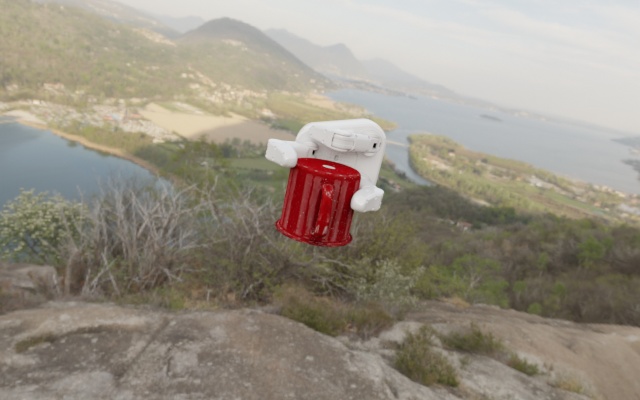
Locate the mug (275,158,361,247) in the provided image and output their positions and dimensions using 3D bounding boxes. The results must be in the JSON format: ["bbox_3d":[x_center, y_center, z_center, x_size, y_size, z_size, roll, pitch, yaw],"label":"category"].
[{"bbox_3d":[0.000,0.002,0.540,0.093,0.081,0.117,11,15,-3],"label":"mug"}]
